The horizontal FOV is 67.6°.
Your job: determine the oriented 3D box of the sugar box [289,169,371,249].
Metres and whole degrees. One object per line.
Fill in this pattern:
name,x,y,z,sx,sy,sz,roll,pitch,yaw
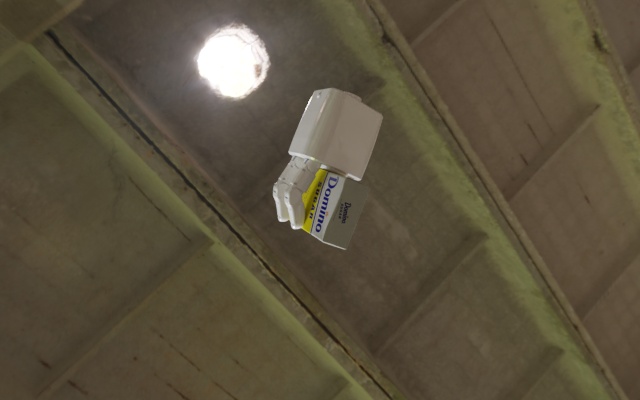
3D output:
sugar box,0.000,0.002,0.703,0.048,0.093,0.176,21,1,-23
